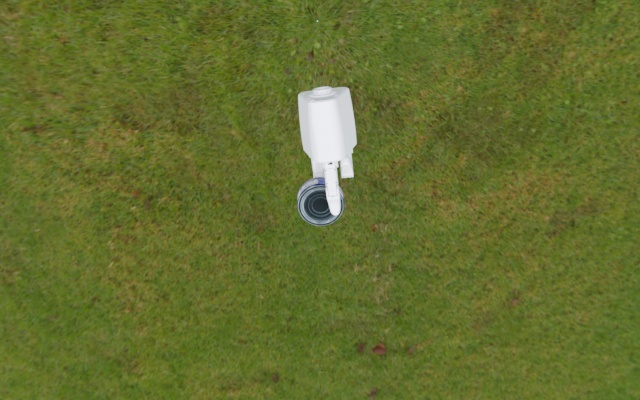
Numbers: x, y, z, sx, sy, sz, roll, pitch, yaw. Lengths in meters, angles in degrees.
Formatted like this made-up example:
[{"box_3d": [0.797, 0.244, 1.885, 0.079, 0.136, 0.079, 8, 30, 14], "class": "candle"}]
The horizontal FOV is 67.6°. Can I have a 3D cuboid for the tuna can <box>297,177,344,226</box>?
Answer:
[{"box_3d": [0.000, 0.003, 0.871, 0.086, 0.086, 0.033, 0, 26, -1], "class": "tuna can"}]
